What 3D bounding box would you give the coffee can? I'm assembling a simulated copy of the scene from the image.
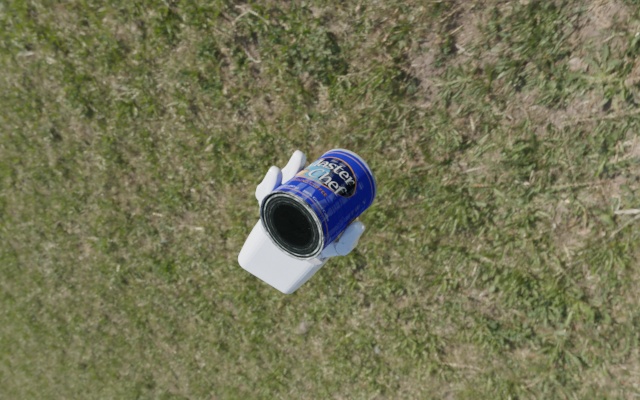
[{"bbox_3d":[0.000,0.002,0.656,0.103,0.103,0.140,0,27,38],"label":"coffee can"}]
